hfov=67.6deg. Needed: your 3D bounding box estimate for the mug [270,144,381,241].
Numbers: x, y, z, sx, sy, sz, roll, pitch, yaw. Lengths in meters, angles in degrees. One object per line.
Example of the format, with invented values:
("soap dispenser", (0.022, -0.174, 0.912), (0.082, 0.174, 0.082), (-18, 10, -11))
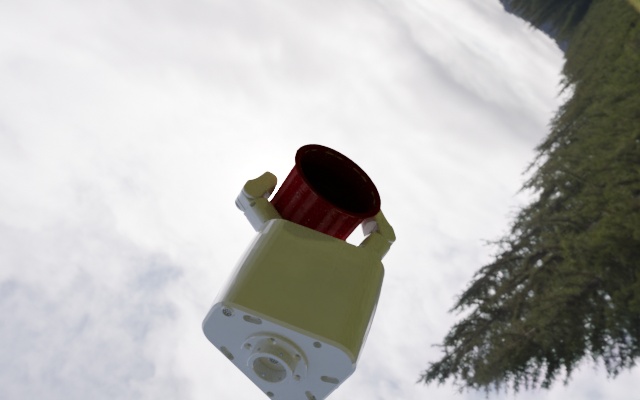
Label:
("mug", (0.000, 0.001, 0.464), (0.093, 0.081, 0.117), (36, 33, -3))
